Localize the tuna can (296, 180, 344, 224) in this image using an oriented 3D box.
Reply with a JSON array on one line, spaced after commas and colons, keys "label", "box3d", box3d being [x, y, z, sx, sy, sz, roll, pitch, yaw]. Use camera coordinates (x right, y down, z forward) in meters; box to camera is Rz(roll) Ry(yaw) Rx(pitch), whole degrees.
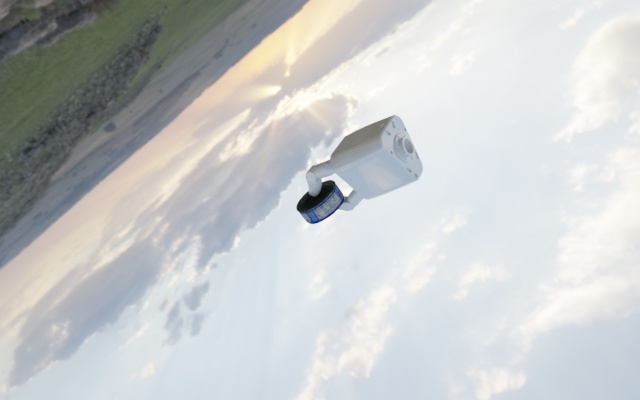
[{"label": "tuna can", "box3d": [0.000, 0.003, 0.862, 0.086, 0.034, 0.086, -31, 23, 15]}]
